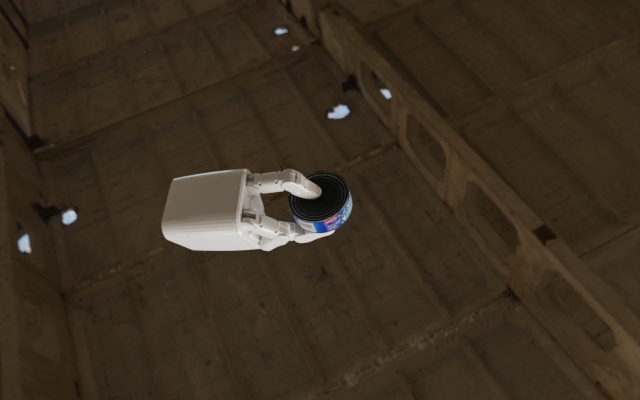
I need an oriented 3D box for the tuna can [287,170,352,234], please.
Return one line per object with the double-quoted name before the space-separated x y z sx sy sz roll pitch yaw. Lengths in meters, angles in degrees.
"tuna can" 0.000 0.002 0.657 0.086 0.086 0.034 0 -35 17
